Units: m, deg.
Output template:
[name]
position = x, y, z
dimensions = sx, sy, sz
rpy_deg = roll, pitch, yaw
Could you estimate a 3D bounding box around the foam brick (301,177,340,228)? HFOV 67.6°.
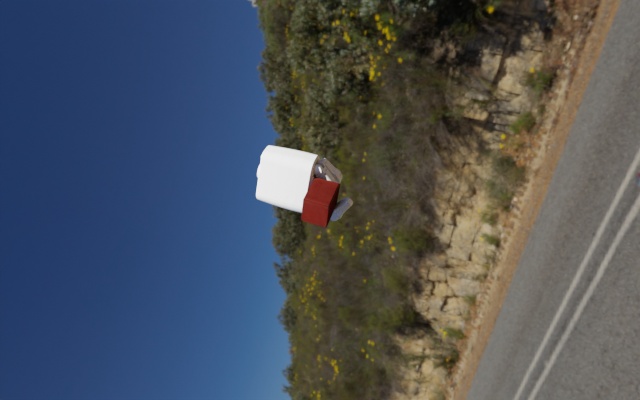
[foam brick]
position = 0.000, 0.003, 0.892
dimensions = 0.051, 0.053, 0.078
rpy_deg = 15, 38, 8
